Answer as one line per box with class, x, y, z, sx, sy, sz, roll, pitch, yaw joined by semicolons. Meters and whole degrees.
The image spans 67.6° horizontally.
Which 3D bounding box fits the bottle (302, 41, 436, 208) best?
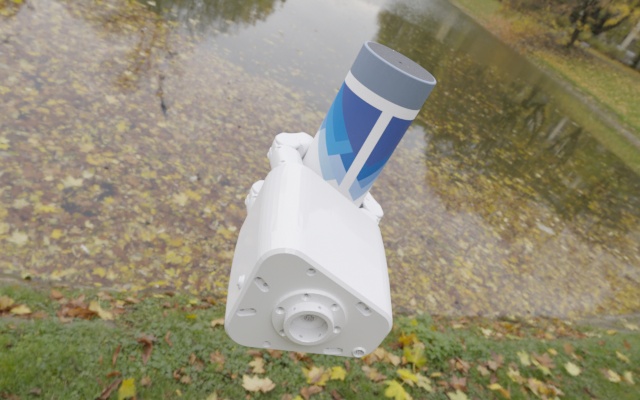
bottle;0.000;0.001;0.452;0.069;0.296;0.069;22;29;-13
